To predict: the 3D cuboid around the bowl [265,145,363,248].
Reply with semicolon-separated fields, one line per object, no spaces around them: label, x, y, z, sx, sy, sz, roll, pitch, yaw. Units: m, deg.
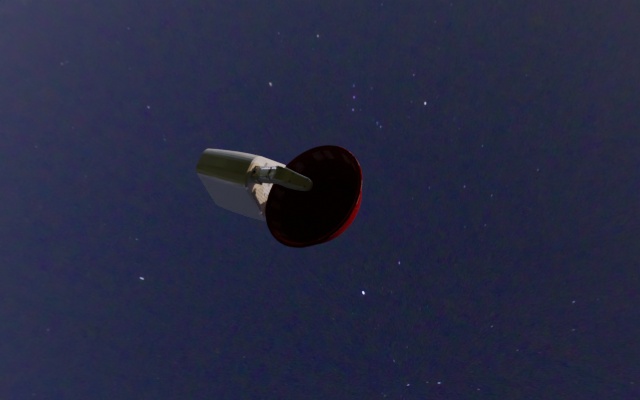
bowl;0.001;0.003;0.689;0.162;0.162;0.055;0;-26;36
